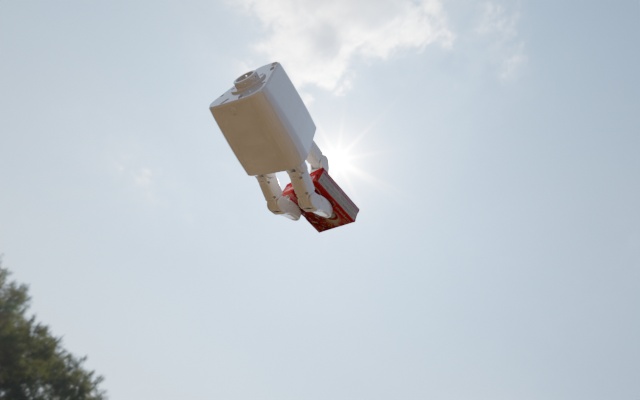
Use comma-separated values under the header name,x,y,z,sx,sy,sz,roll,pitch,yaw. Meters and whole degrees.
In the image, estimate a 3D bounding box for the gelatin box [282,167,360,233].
name,x,y,z,sx,sy,sz,roll,pitch,yaw
gelatin box,0.000,0.002,0.682,0.073,0.030,0.089,-20,-58,42
